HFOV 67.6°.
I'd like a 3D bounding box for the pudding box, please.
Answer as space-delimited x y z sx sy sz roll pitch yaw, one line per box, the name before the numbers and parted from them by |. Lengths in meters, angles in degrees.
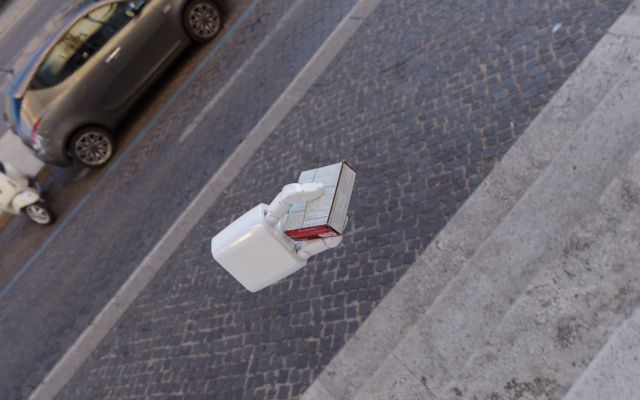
pudding box | 0.000 0.002 0.710 0.090 0.113 0.039 -10 -35 40
